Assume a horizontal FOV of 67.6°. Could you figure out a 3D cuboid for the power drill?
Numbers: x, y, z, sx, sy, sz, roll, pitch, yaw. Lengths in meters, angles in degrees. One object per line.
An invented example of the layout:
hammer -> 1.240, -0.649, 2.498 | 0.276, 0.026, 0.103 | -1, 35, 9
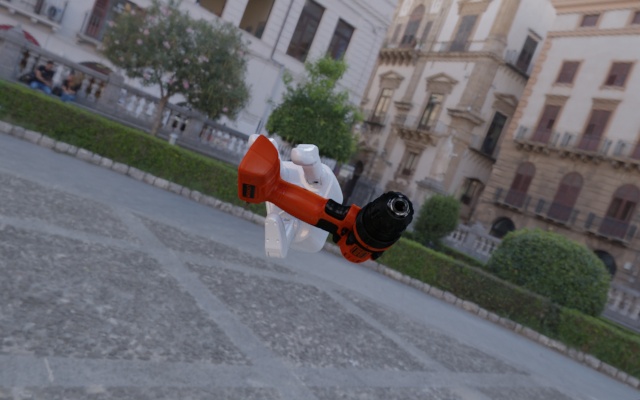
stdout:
power drill -> 0.000, 0.002, 0.535 | 0.187, 0.057, 0.184 | 30, -22, 1
